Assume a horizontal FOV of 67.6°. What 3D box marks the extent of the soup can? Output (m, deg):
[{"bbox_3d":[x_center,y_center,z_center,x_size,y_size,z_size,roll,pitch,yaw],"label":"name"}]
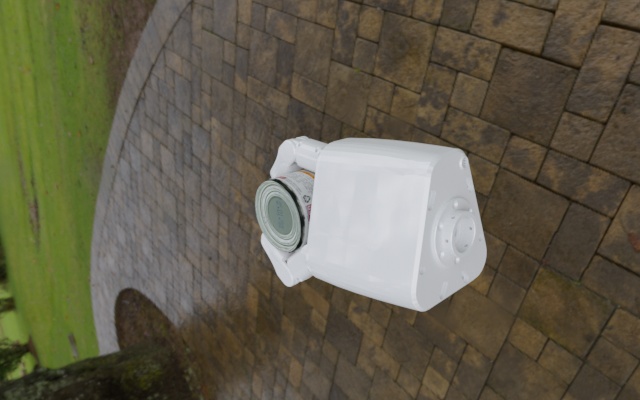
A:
[{"bbox_3d":[0.000,0.001,0.441,0.102,0.068,0.068,-19,12,-38],"label":"soup can"}]
